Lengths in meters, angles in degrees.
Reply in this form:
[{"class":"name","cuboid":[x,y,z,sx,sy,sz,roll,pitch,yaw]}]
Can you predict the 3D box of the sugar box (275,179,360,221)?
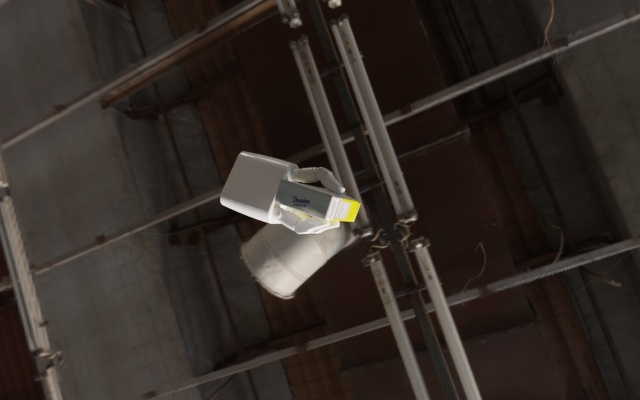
[{"class":"sugar box","cuboid":[0.000,0.003,0.812,0.093,0.048,0.176,19,5,19]}]
